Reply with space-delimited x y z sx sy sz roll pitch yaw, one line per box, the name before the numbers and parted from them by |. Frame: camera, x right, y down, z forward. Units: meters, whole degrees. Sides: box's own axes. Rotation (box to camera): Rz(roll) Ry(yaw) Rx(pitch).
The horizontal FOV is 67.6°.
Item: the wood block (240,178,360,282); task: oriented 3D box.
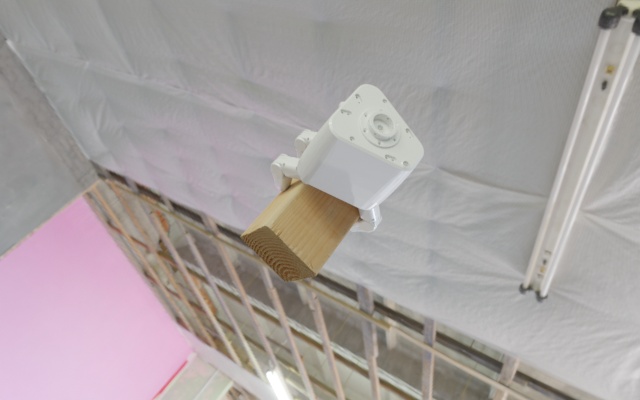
wood block | 0.001 0.002 0.654 0.206 0.091 0.090 -50 14 -31
